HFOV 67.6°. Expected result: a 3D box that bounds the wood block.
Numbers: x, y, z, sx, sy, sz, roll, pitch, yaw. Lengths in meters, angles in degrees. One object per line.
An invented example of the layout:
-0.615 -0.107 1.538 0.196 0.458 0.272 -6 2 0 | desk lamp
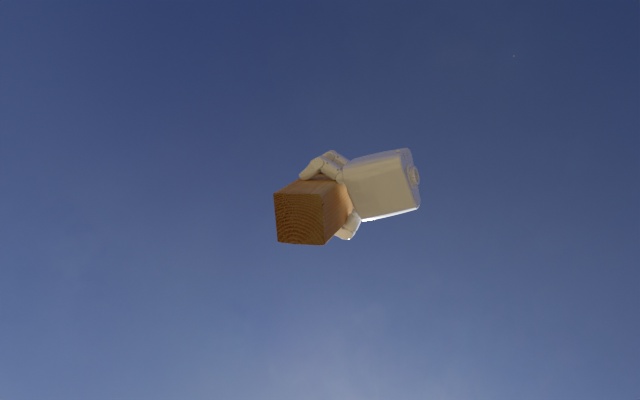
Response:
0.001 0.003 0.880 0.090 0.091 0.206 2 16 22 | wood block
